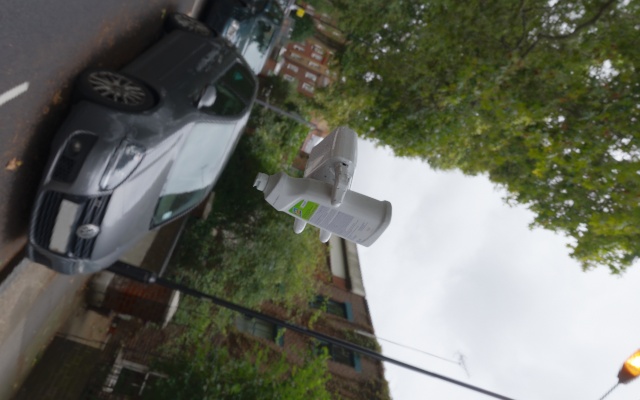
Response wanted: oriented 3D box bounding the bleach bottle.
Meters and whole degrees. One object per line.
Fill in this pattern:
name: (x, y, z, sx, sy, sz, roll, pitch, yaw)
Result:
bleach bottle: (0.000, 0.003, 0.884, 0.251, 0.068, 0.103, 22, -46, -13)
